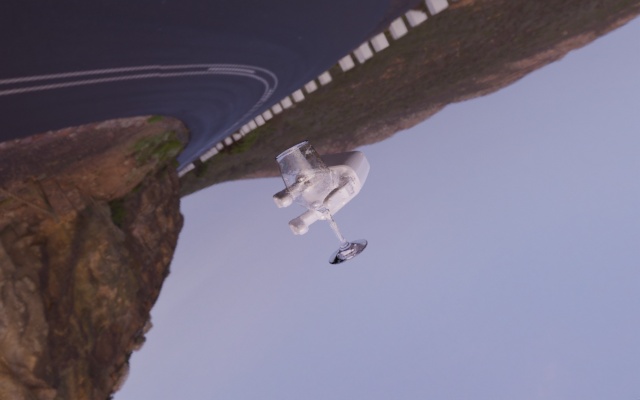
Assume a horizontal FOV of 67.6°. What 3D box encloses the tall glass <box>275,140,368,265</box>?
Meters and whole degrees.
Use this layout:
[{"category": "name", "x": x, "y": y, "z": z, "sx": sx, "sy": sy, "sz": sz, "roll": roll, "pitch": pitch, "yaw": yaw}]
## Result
[{"category": "tall glass", "x": 0.000, "y": 0.003, "z": 0.789, "sx": 0.079, "sy": 0.201, "sz": 0.079, "roll": -28, "pitch": 13, "yaw": 7}]
